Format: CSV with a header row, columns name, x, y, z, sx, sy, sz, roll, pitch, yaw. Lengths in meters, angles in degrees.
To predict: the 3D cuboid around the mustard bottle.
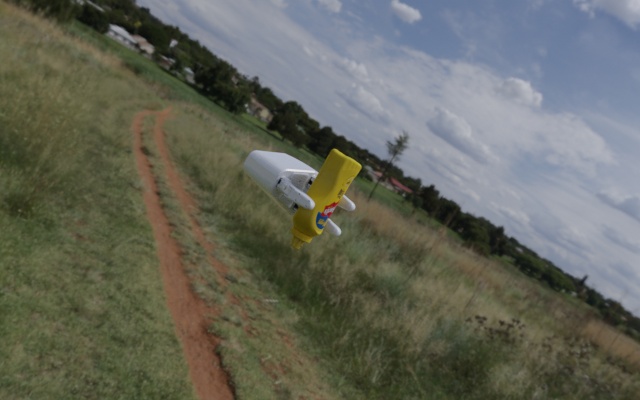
name,x,y,z,sx,sy,sz,roll,pitch,yaw
mustard bottle,0.001,0.003,0.866,0.058,0.191,0.096,33,5,15
